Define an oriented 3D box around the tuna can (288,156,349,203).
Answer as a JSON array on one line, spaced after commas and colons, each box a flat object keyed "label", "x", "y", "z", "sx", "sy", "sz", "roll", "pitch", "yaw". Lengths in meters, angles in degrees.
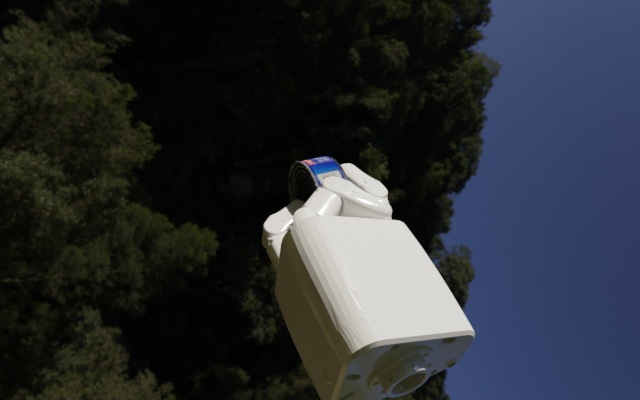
[{"label": "tuna can", "x": 0.001, "y": 0.001, "z": 0.459, "sx": 0.034, "sy": 0.086, "sz": 0.086, "roll": -14, "pitch": 5, "yaw": -21}]
